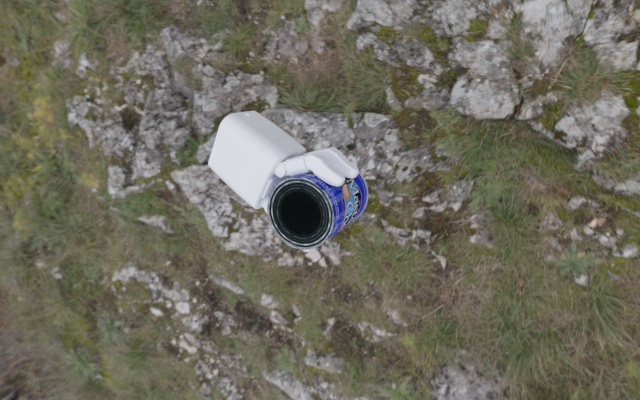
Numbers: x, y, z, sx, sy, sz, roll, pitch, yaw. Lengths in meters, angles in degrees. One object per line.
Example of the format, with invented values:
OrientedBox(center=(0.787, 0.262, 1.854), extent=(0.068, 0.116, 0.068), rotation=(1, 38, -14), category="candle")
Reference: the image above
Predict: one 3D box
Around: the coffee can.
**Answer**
OrientedBox(center=(0.000, 0.002, 0.708), extent=(0.103, 0.103, 0.140), rotation=(0, 13, 25), category="coffee can")
